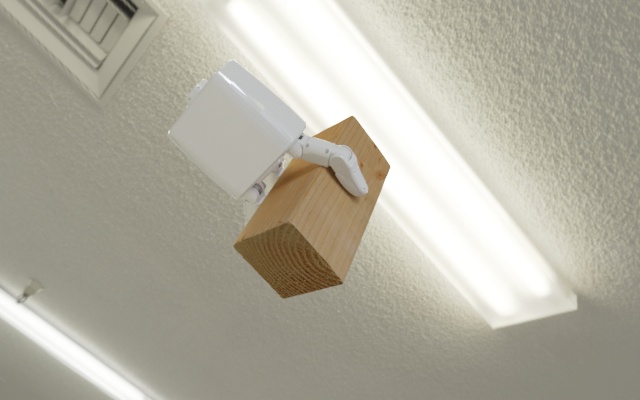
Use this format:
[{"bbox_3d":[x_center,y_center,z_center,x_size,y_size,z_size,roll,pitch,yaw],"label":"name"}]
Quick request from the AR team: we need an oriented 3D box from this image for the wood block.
[{"bbox_3d":[0.000,0.001,0.556,0.091,0.090,0.206,-23,26,38],"label":"wood block"}]
